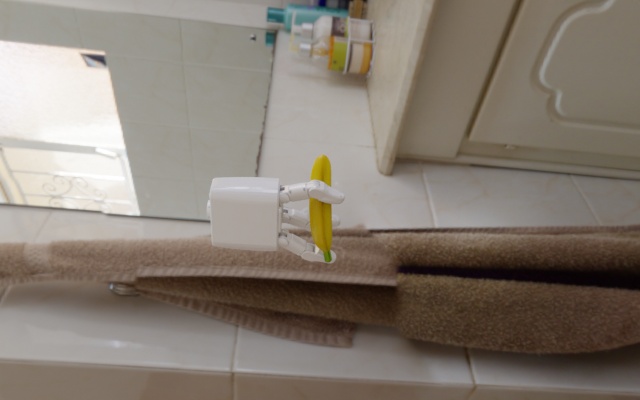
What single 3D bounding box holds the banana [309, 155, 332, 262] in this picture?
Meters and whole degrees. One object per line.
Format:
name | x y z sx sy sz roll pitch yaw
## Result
banana | 0.000 -0.002 0.785 0.037 0.197 0.070 0 -25 0
